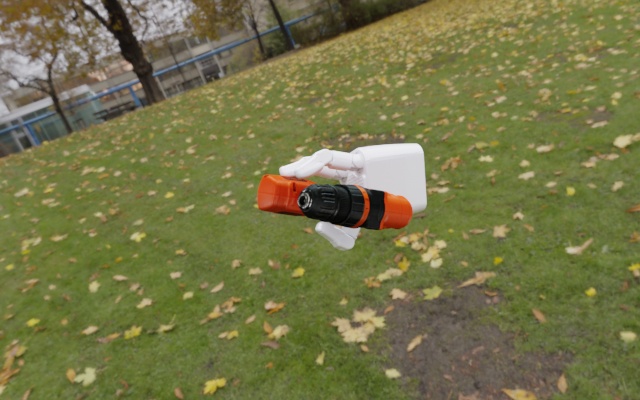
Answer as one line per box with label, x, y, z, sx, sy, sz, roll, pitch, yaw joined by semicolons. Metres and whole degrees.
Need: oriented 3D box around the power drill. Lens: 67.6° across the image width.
power drill;0.000;0.002;0.630;0.184;0.057;0.187;10;1;-44
